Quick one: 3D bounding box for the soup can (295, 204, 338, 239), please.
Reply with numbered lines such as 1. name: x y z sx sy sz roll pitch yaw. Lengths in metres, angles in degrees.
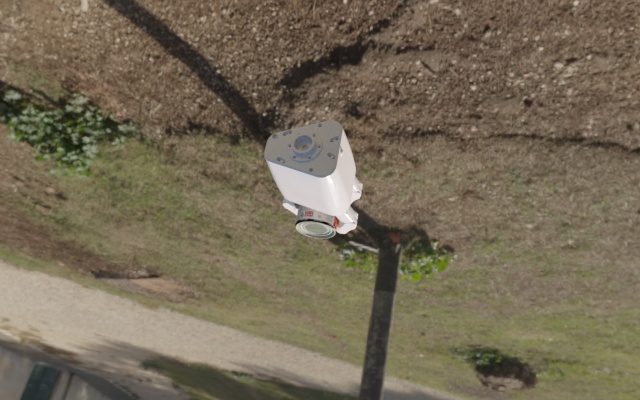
1. soup can: 0.000 0.003 0.778 0.068 0.102 0.068 8 -26 4
